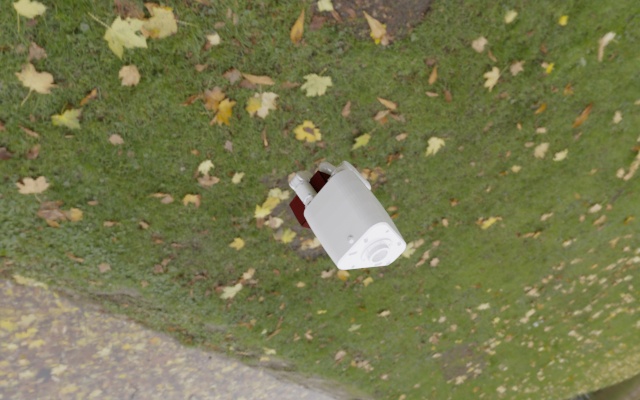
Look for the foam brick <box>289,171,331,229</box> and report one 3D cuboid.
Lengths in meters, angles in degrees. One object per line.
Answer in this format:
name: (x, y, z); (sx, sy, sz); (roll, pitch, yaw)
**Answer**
foam brick: (0.000, 0.003, 0.739); (0.053, 0.078, 0.051); (17, 31, -46)
